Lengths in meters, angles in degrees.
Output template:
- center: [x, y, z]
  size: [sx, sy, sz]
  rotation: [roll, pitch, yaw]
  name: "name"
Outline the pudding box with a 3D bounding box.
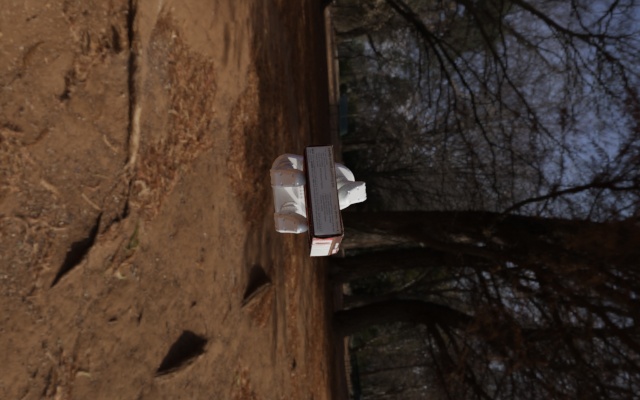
- center: [0.000, 0.002, 0.568]
  size: [0.039, 0.113, 0.090]
  rotation: [-6, -19, -5]
  name: "pudding box"
